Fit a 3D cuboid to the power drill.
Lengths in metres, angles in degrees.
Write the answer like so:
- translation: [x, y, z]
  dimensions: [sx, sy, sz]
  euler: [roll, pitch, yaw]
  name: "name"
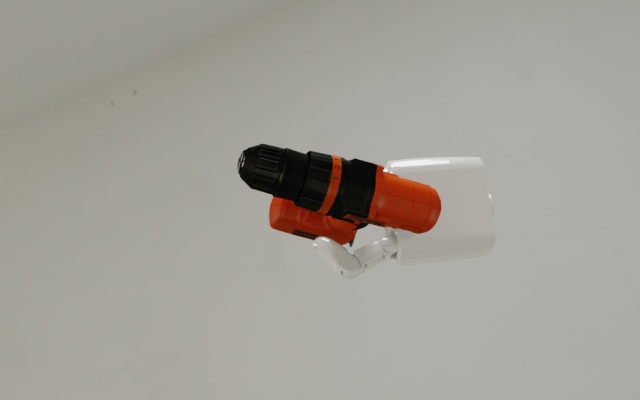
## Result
- translation: [0.000, 0.002, 0.481]
  dimensions: [0.184, 0.057, 0.188]
  euler: [16, -12, -13]
  name: "power drill"
